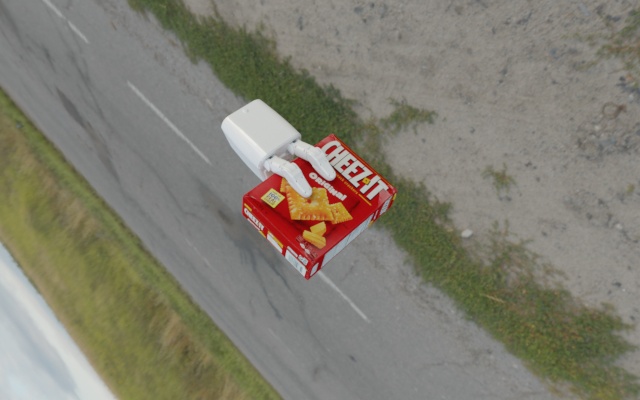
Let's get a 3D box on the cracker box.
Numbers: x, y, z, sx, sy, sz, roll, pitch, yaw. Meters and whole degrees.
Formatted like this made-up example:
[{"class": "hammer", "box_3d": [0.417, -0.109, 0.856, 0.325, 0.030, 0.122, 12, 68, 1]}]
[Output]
[{"class": "cracker box", "box_3d": [0.000, 0.003, 0.812, 0.213, 0.164, 0.072, -38, -18, -27]}]
